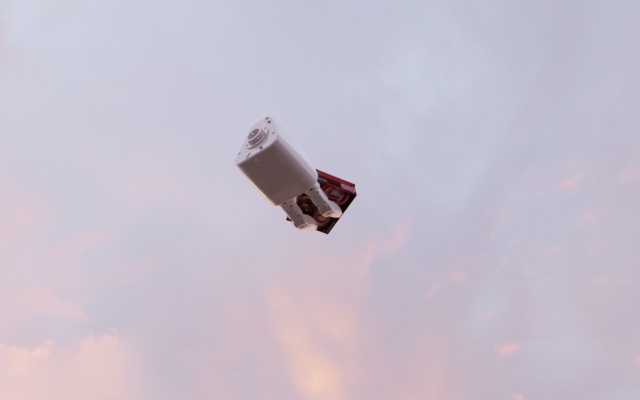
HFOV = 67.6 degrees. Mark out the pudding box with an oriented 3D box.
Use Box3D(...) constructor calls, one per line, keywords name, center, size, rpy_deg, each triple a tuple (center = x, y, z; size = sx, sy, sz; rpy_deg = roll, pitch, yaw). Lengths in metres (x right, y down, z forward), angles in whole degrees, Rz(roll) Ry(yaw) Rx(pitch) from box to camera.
Box3D(name="pudding box", center=(0.000, 0.003, 0.870), size=(0.090, 0.039, 0.113), rpy_deg=(21, -51, -18))
